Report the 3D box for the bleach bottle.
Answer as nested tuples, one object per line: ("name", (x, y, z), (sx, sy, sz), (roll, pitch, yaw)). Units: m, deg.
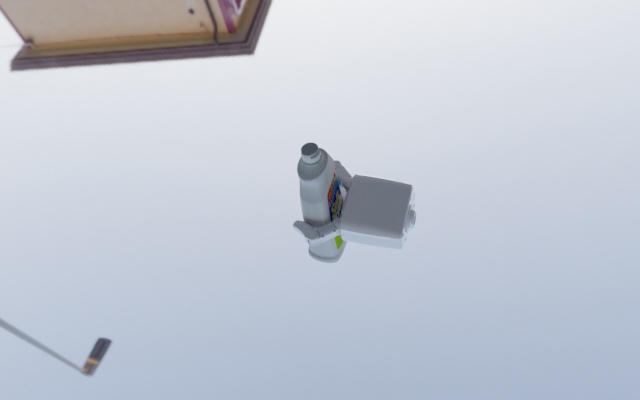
("bleach bottle", (0.000, 0.003, 0.835), (0.068, 0.102, 0.251), (11, -34, 20))
